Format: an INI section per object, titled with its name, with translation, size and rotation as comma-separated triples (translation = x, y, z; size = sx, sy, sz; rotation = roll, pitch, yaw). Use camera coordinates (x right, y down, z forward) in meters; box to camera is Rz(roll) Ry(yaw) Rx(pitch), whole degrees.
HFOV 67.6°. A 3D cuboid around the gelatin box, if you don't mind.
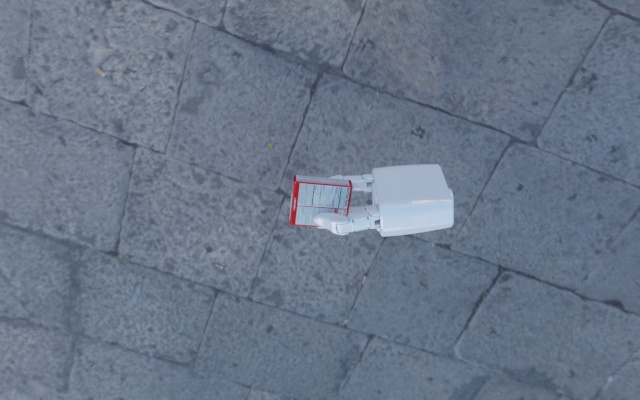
[gelatin box]
translation = 0.000, 0.003, 0.725
size = 0.089, 0.073, 0.030
rotation = 4, 25, -7
